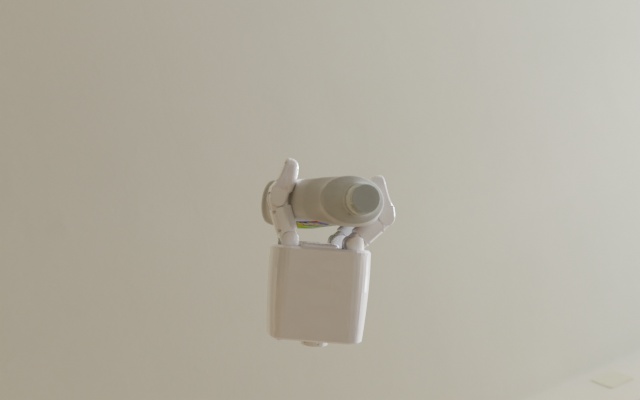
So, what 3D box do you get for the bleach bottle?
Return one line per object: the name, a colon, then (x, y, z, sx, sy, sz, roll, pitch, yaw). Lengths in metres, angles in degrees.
bleach bottle: (0.000, 0.002, 0.573, 0.102, 0.068, 0.251, 6, -4, -16)
